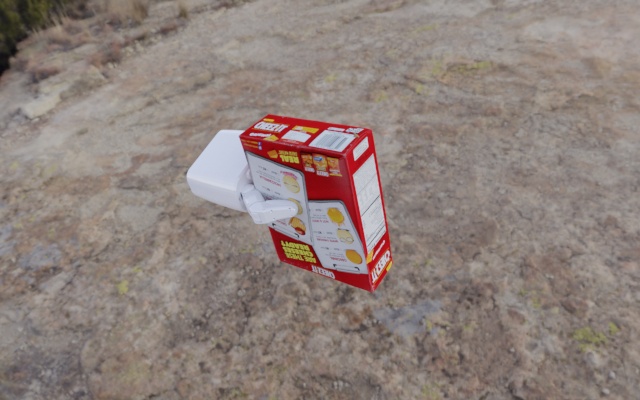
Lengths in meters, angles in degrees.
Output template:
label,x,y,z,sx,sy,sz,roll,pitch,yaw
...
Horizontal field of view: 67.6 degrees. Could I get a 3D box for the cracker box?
label,x,y,z,sx,sy,sz,roll,pitch,yaw
cracker box,0.000,0.002,0.624,0.164,0.214,0.072,14,43,34
